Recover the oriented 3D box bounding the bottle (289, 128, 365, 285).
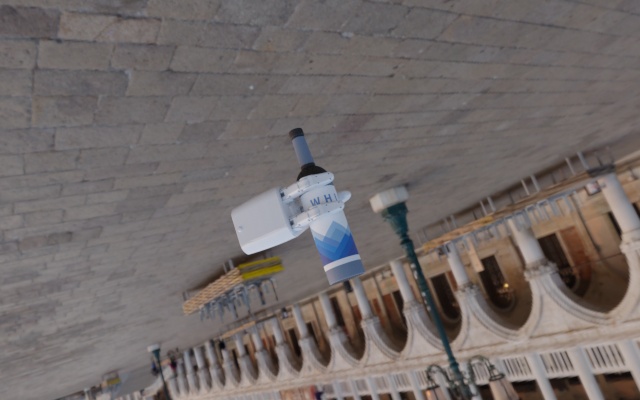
[{"bbox_3d":[0.000,0.003,0.873,0.069,0.295,0.069,-18,-13,-5],"label":"bottle"}]
